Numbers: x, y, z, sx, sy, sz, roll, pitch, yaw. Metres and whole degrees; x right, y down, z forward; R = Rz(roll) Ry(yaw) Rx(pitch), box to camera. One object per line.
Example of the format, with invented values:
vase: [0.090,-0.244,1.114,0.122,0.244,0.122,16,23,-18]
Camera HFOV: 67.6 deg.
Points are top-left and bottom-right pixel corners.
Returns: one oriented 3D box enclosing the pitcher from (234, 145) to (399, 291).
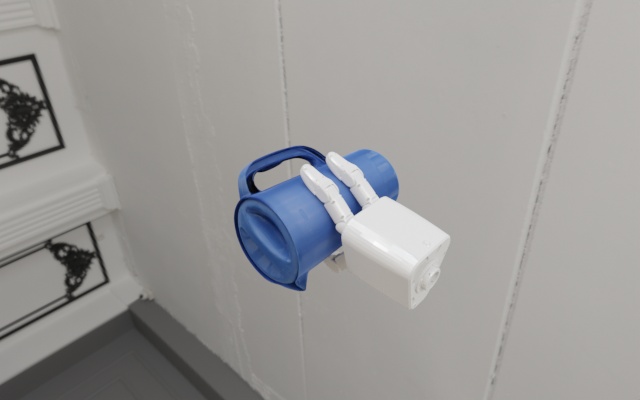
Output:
pitcher: [0.000,0.002,0.700,0.145,0.149,0.242,32,45,31]
